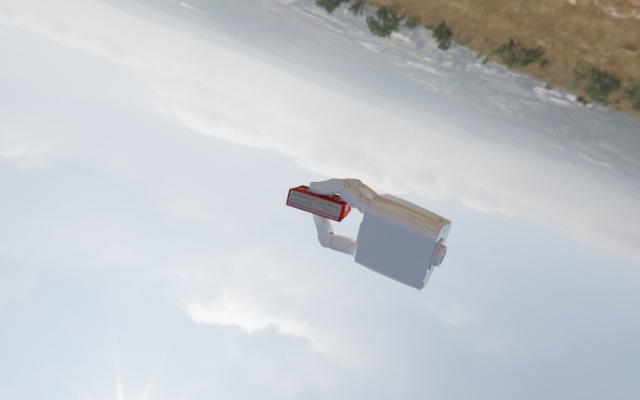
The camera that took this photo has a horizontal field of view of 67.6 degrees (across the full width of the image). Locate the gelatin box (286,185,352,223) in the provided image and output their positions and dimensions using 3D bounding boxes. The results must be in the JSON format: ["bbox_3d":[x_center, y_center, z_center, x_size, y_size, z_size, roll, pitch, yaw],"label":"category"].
[{"bbox_3d":[0.000,0.003,0.731,0.089,0.030,0.073,17,10,11],"label":"gelatin box"}]
